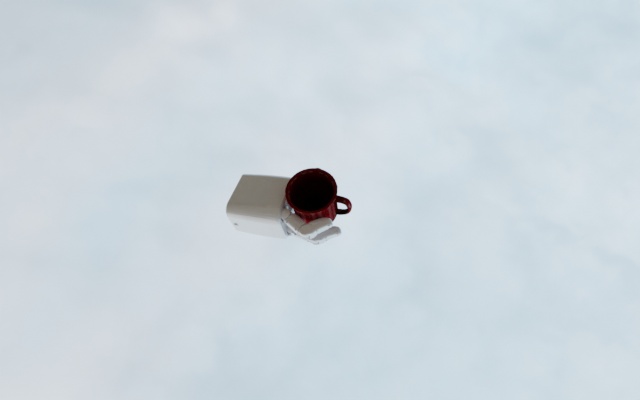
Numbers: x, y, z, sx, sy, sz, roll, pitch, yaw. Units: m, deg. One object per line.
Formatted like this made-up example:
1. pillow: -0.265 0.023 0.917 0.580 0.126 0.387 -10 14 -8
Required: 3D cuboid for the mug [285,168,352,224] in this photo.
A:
1. mug: 0.002 0.003 0.867 0.117 0.093 0.081 8 -27 12
